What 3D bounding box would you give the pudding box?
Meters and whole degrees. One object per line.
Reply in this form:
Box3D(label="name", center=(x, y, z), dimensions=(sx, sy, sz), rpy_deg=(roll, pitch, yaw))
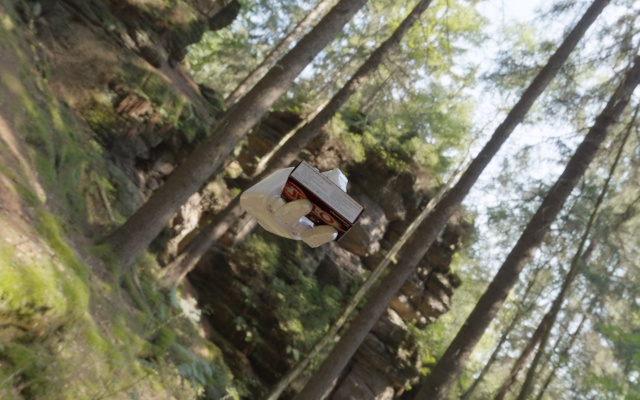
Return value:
Box3D(label="pudding box", center=(0.000, 0.002, 0.679), dimensions=(0.113, 0.039, 0.090), rpy_deg=(36, -21, 1))
